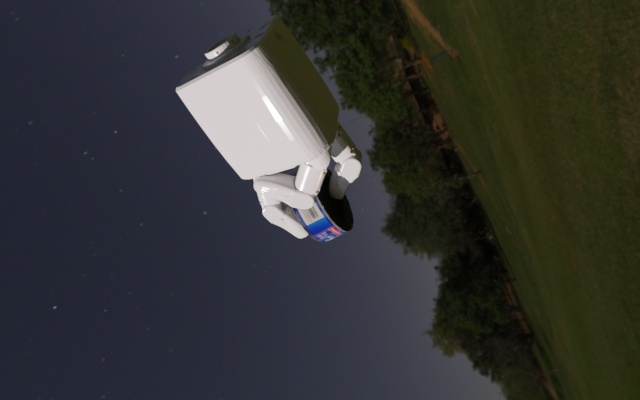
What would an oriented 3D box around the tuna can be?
[{"bbox_3d":[0.000,0.002,0.528,0.034,0.086,0.086,-28,-11,21],"label":"tuna can"}]
